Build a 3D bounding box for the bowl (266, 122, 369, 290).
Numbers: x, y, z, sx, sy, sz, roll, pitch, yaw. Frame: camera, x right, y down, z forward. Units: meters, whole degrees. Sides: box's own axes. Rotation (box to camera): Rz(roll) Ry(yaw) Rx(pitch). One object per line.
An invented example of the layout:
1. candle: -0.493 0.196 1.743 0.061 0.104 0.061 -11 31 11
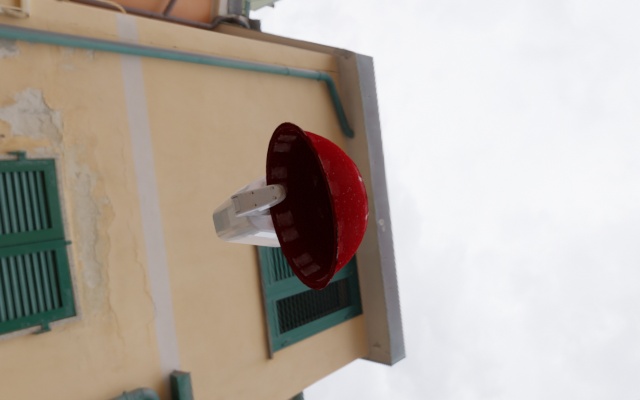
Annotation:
1. bowl: 0.001 0.002 0.465 0.055 0.162 0.162 -12 5 -24
